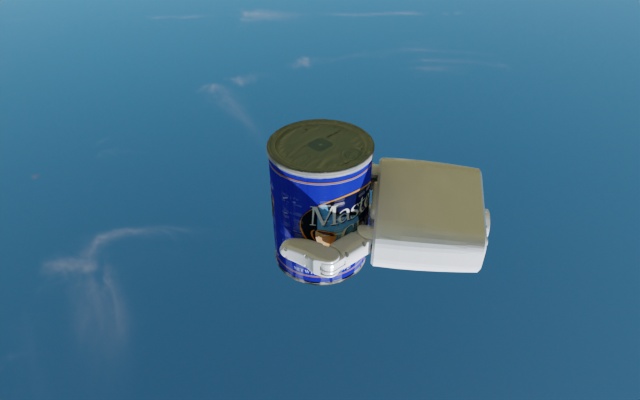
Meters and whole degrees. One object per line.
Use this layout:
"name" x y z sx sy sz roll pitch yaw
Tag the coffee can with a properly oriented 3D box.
"coffee can" 0.000 0.002 0.494 0.103 0.140 0.102 0 37 0
